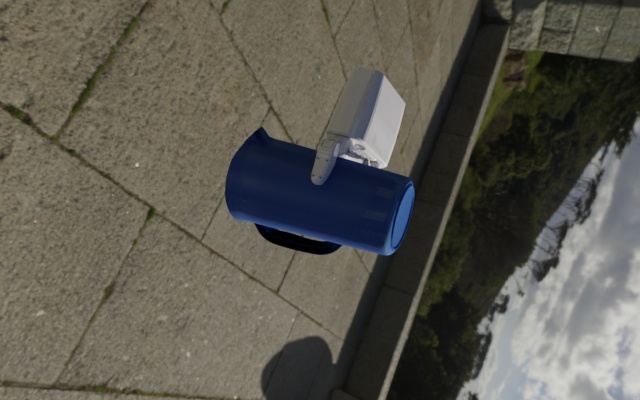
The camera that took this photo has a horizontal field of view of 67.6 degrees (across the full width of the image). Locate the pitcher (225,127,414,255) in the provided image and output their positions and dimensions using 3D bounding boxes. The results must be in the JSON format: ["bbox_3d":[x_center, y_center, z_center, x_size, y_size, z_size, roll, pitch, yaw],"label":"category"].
[{"bbox_3d":[0.000,0.002,0.674,0.243,0.145,0.149,16,-11,22],"label":"pitcher"}]
